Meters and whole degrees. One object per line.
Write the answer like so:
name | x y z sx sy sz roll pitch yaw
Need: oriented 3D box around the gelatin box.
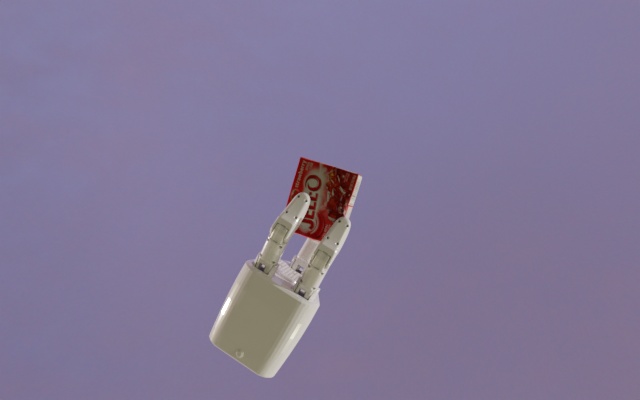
gelatin box | 0.000 0.002 0.561 0.073 0.089 0.030 18 2 14
